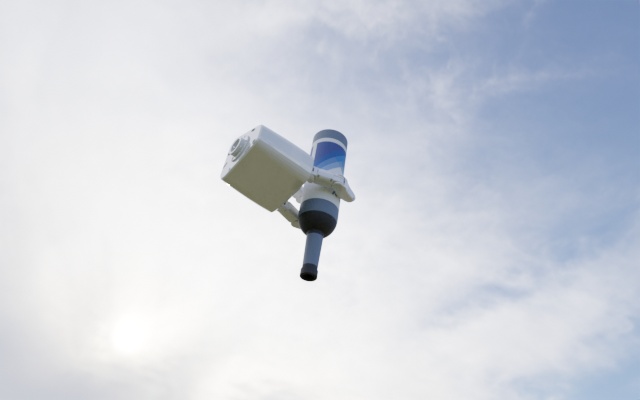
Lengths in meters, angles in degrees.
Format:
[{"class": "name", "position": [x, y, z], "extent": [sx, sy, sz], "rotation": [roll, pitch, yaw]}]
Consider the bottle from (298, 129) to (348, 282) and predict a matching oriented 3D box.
[{"class": "bottle", "position": [0.000, 0.002, 0.811], "extent": [0.069, 0.295, 0.069], "rotation": [6, -39, 5]}]
